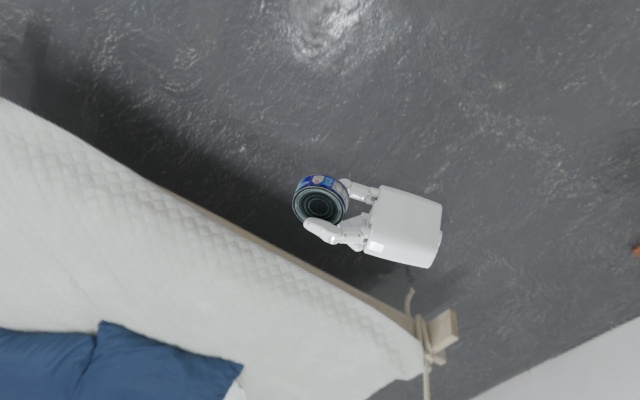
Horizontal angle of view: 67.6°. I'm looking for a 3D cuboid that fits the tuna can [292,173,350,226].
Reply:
[{"bbox_3d":[0.000,0.003,0.738,0.086,0.086,0.033,0,37,17],"label":"tuna can"}]
